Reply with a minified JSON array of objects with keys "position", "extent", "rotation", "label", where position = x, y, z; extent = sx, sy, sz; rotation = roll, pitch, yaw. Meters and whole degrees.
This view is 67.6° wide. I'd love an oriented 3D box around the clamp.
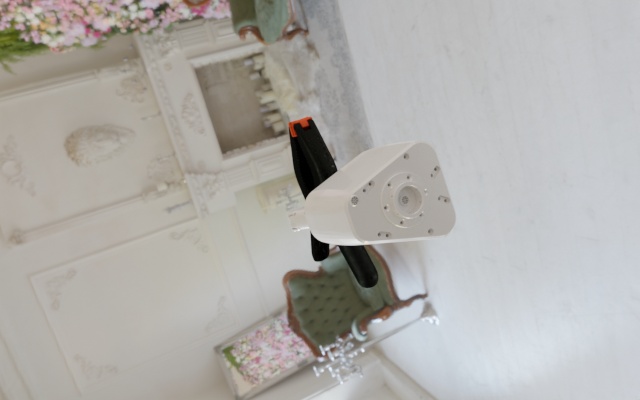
[{"position":[-0.001,0.002,0.603],"extent":[0.036,0.210,0.164],"rotation":[-20,5,-20],"label":"clamp"}]
